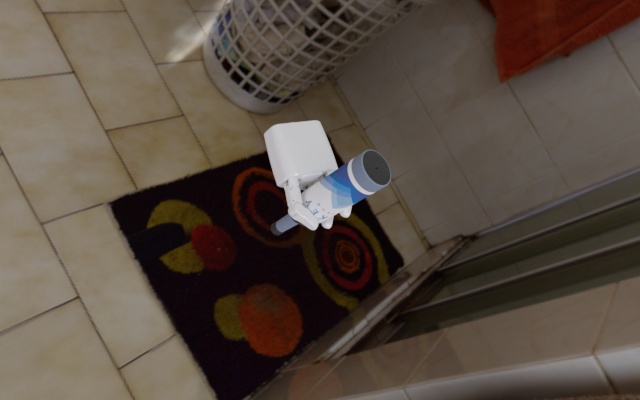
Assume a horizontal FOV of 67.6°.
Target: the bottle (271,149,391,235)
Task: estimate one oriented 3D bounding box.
[{"bbox_3d":[0.000,0.003,0.871,0.069,0.069,0.296,0,-22,-42],"label":"bottle"}]
